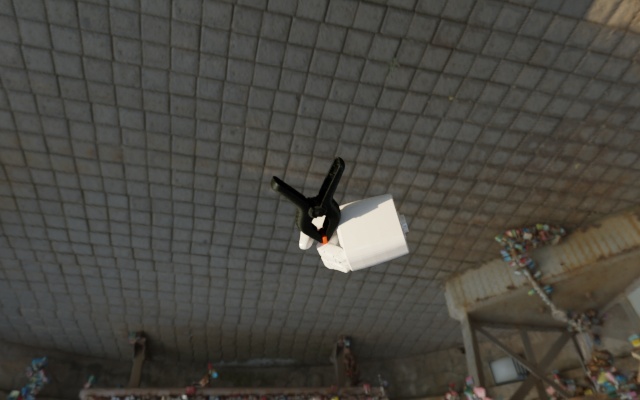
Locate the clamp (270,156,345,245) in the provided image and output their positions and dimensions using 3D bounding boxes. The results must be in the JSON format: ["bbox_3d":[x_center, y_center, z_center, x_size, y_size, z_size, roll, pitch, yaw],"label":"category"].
[{"bbox_3d":[0.000,0.003,0.793,0.120,0.039,0.172,-20,-45,5],"label":"clamp"}]
